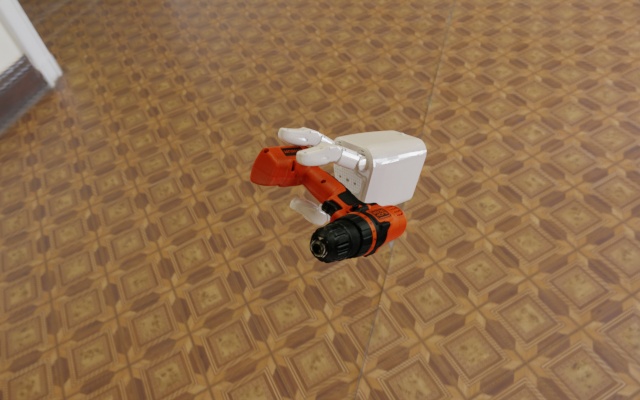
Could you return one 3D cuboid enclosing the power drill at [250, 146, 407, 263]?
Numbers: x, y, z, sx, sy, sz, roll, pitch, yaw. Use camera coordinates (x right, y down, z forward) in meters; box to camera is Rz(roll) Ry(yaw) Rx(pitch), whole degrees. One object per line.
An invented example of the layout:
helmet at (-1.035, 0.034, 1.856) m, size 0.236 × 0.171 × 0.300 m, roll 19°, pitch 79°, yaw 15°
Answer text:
power drill at (0.000, 0.002, 0.599) m, size 0.187 × 0.057 × 0.184 m, roll 39°, pitch 25°, yaw 24°
